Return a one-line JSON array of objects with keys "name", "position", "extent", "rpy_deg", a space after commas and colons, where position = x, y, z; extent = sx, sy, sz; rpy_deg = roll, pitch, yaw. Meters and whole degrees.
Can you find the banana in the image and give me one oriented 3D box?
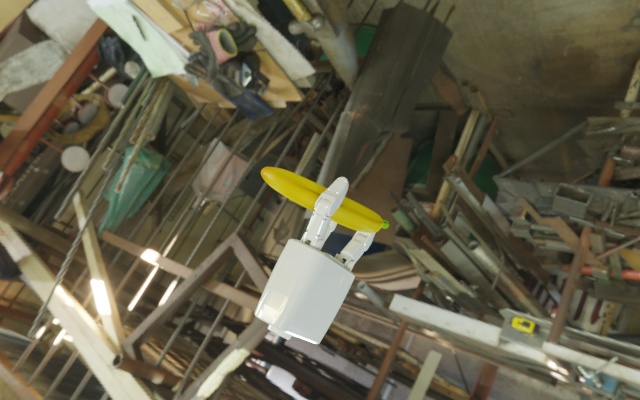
[{"name": "banana", "position": [0.004, 0.002, 0.652], "extent": [0.198, 0.037, 0.069], "rpy_deg": [26, -5, 1]}]
